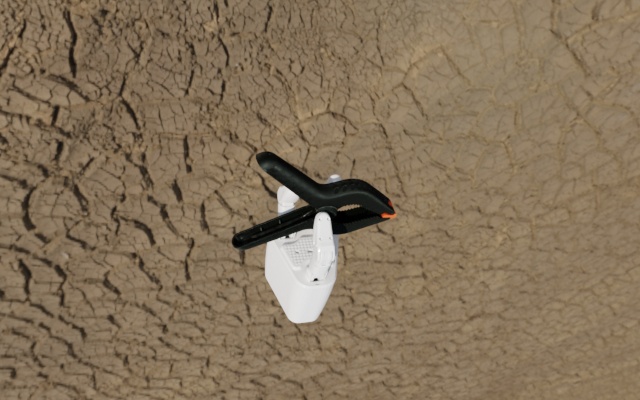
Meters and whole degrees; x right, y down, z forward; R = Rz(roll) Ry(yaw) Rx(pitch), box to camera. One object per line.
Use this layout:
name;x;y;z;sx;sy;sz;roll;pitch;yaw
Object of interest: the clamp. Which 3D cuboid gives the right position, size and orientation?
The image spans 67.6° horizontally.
clamp;0.001;0.003;0.590;0.210;0.036;0.165;-3;-39;-16
